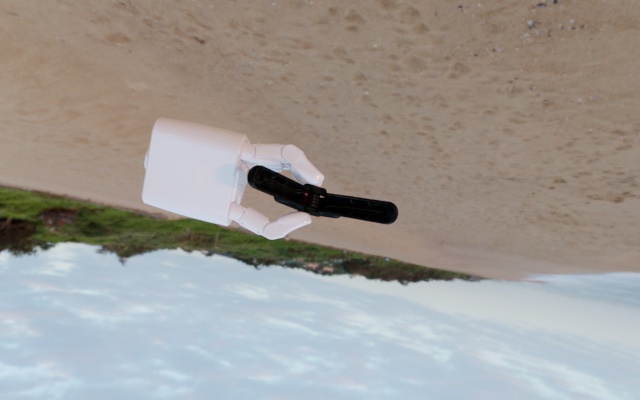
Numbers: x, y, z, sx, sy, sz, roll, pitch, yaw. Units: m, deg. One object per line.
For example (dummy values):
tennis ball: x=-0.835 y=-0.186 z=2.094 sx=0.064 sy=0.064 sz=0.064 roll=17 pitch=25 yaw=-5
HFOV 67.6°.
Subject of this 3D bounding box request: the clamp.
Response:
clamp: x=0.000 y=0.003 z=0.587 sx=0.164 sy=0.036 sz=0.210 roll=16 pitch=-5 yaw=-1
